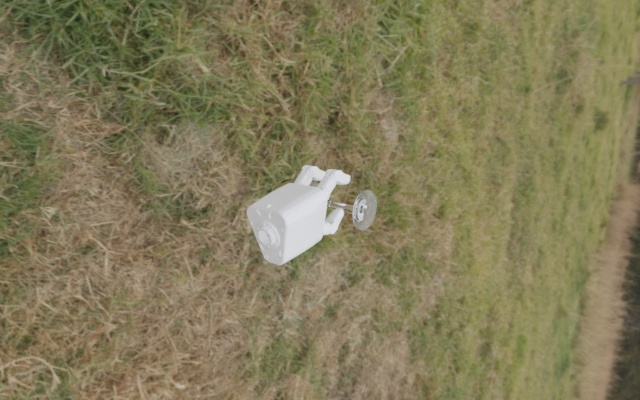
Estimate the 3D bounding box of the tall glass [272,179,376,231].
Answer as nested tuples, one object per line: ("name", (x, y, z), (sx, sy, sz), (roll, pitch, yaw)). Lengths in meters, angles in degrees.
("tall glass", (0.001, 0.003, 0.898), (0.201, 0.079, 0.079), (10, 6, 37))
